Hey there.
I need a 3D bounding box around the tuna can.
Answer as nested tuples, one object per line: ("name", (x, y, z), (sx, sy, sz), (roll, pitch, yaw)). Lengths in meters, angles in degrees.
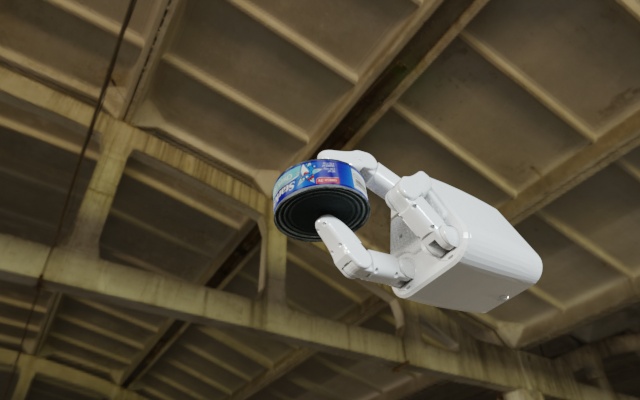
("tuna can", (0.000, 0.001, 0.429), (0.086, 0.033, 0.086), (-5, -36, -3))
